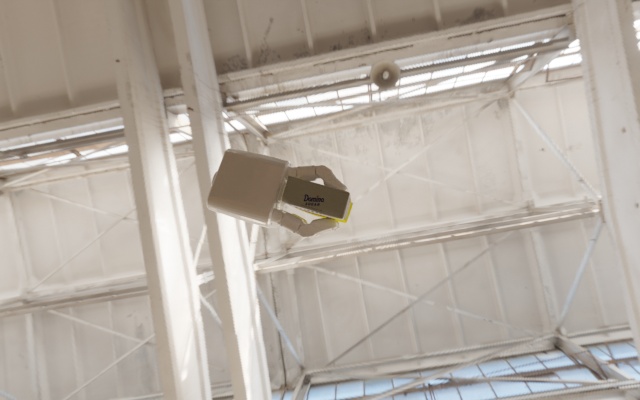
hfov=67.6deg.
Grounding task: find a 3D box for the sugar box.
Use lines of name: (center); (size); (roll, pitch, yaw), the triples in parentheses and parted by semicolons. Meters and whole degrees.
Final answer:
sugar box: (0.000, 0.003, 0.747); (0.093, 0.048, 0.176); (16, -1, 7)
